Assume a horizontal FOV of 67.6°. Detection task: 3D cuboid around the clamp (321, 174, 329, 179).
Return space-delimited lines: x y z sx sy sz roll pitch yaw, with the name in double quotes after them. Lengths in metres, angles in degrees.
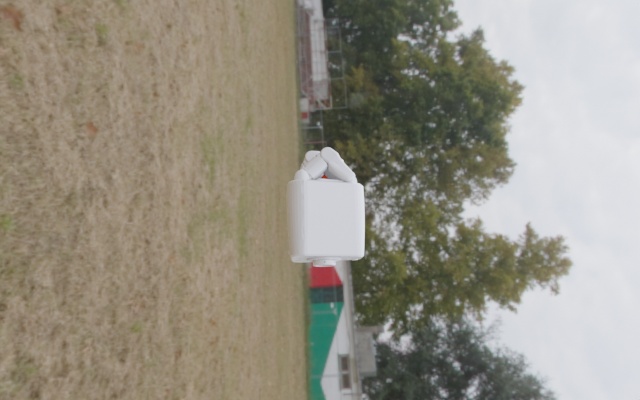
0.001 0.003 0.801 0.039 0.120 0.171 0 -13 1 "clamp"
